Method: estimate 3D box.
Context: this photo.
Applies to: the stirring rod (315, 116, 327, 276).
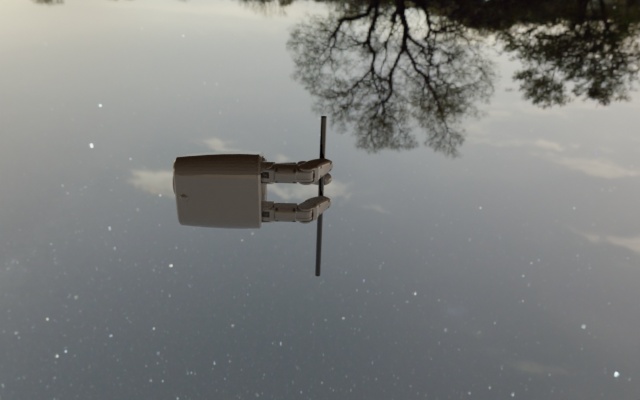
[{"bbox_3d":[0.000,0.002,0.658,0.011,0.240,0.011,2,26,-1],"label":"stirring rod"}]
